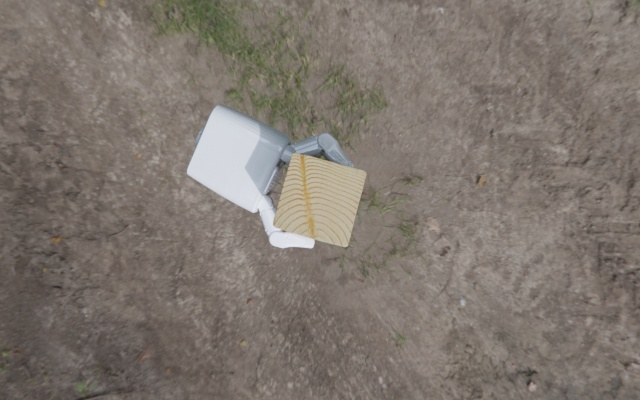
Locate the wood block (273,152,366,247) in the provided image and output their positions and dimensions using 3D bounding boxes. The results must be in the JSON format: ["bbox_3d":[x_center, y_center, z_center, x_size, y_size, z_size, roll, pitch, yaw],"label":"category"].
[{"bbox_3d":[0.000,0.002,0.637,0.090,0.091,0.206,16,-1,1],"label":"wood block"}]
